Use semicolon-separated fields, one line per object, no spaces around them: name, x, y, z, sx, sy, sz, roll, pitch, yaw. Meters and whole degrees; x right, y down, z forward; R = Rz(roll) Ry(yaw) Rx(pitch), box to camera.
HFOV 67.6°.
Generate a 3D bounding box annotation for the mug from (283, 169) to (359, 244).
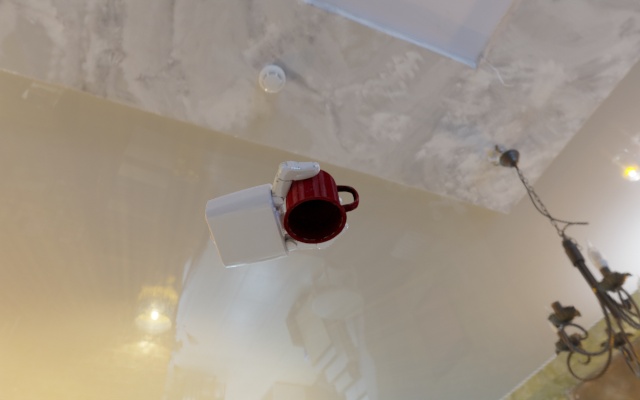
mug;0.001;0.002;0.724;0.117;0.093;0.081;-13;40;3
